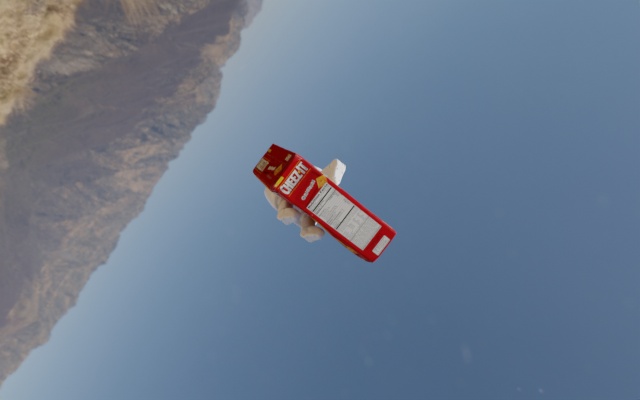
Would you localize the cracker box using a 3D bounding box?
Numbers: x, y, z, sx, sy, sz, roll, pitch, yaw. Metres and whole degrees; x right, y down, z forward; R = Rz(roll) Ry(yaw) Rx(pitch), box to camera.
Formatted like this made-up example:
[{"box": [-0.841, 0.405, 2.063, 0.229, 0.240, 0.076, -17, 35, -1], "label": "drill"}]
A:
[{"box": [0.000, 0.003, 0.789, 0.214, 0.072, 0.164, 37, -2, -21], "label": "cracker box"}]
